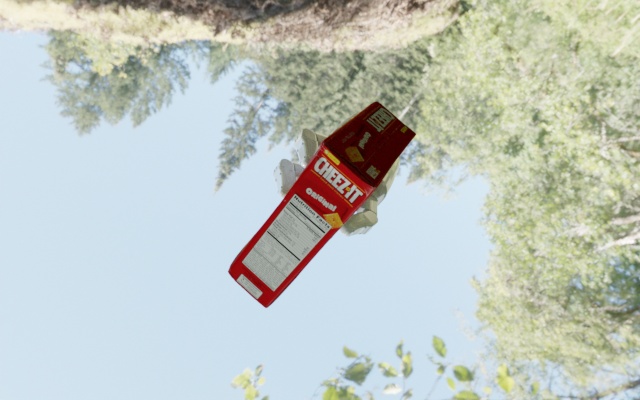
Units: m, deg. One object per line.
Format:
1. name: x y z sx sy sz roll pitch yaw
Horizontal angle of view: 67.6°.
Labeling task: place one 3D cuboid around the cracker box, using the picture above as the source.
1. cracker box: 0.000 0.002 0.546 0.214 0.072 0.164 -51 -2 34
